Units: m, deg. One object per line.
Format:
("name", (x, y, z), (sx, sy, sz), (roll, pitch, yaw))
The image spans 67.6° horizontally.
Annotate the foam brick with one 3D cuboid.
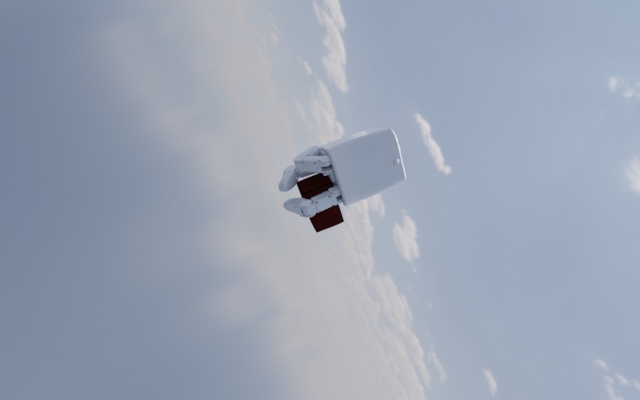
("foam brick", (0.000, 0.003, 0.780), (0.051, 0.078, 0.053), (-21, 29, -5))
